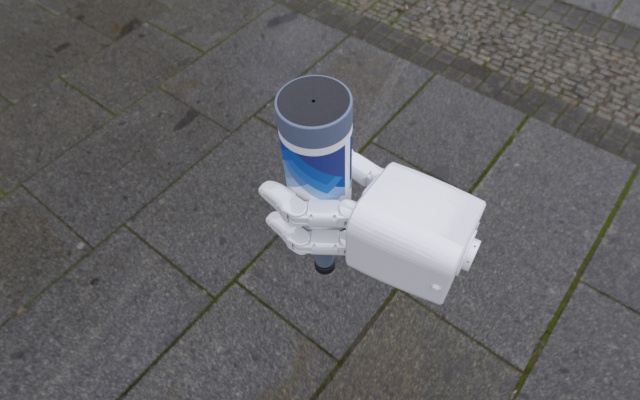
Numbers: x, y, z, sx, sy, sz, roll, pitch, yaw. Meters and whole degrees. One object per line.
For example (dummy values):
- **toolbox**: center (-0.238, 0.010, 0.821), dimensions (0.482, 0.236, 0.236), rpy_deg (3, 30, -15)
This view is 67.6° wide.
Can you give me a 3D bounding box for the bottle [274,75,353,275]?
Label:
- **bottle**: center (0.000, 0.002, 0.520), dimensions (0.069, 0.069, 0.296), rpy_deg (0, -36, 3)
